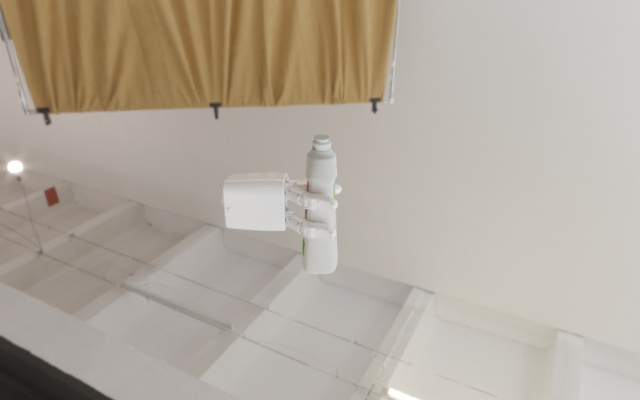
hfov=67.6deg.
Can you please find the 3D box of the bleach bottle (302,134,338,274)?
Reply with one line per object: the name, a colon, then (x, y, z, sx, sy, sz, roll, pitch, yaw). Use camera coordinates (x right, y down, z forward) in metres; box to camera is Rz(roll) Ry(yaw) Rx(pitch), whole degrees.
bleach bottle: (0.000, 0.003, 0.853, 0.068, 0.251, 0.102, 1, 27, -1)
